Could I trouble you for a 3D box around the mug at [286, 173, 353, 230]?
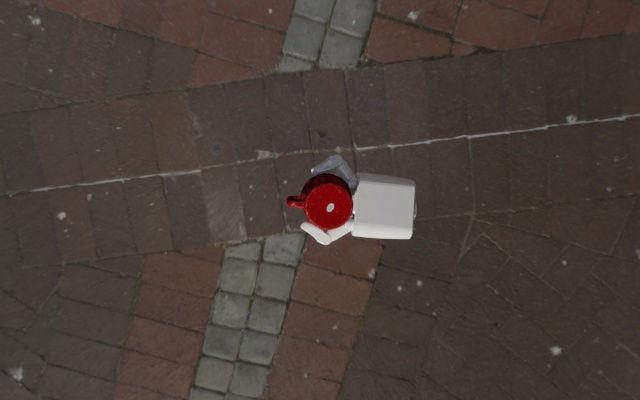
[{"bbox_3d":[-0.001,0.003,0.816,0.117,0.093,0.081,4,9,-4],"label":"mug"}]
